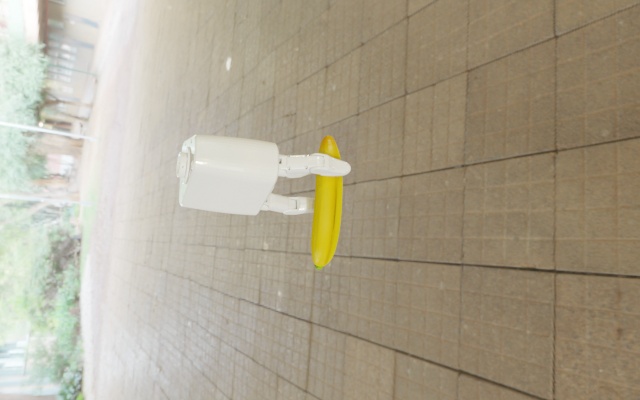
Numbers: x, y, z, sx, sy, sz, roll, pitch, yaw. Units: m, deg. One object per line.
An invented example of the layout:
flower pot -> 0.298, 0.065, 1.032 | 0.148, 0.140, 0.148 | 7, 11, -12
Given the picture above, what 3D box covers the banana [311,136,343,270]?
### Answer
banana -> 0.006, 0.008, 0.666 | 0.037, 0.198, 0.069 | 3, 7, -19
